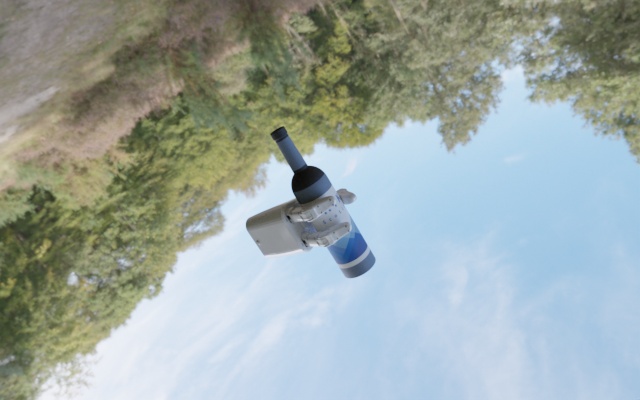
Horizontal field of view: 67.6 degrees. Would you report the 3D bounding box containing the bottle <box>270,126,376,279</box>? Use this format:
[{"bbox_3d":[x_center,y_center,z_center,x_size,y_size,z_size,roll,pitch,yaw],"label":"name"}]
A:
[{"bbox_3d":[0.000,0.003,0.839,0.069,0.296,0.069,-28,17,10],"label":"bottle"}]
